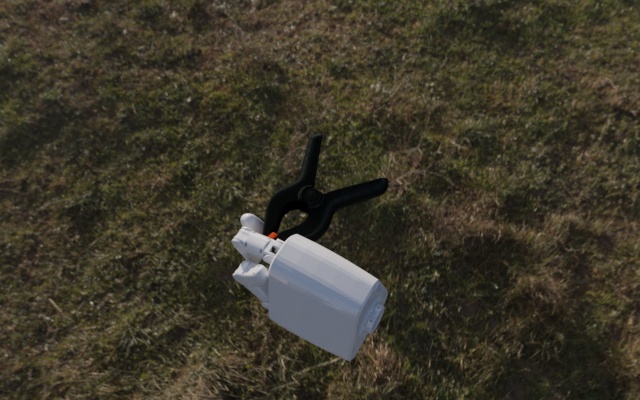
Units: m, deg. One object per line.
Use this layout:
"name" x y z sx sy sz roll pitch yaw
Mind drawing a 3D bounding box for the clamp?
"clamp" 0.000 0.002 0.576 0.120 0.171 0.039 26 -24 20
